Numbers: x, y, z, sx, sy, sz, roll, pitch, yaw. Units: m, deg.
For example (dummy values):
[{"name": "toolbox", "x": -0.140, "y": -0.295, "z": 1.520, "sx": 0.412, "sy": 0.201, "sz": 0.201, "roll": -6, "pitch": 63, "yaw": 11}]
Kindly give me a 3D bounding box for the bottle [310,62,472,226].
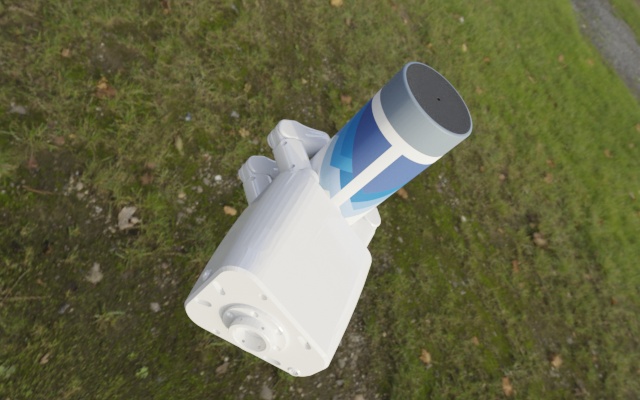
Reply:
[{"name": "bottle", "x": 0.000, "y": 0.001, "z": 0.430, "sx": 0.069, "sy": 0.069, "sz": 0.296, "roll": 0, "pitch": -30, "yaw": -40}]
